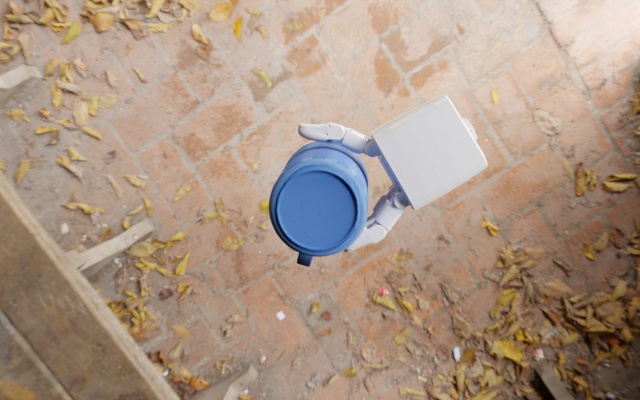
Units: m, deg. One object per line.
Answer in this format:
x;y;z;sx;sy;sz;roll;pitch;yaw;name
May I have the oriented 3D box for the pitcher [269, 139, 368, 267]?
0.000;0.002;0.625;0.145;0.149;0.243;-28;7;7;pitcher
